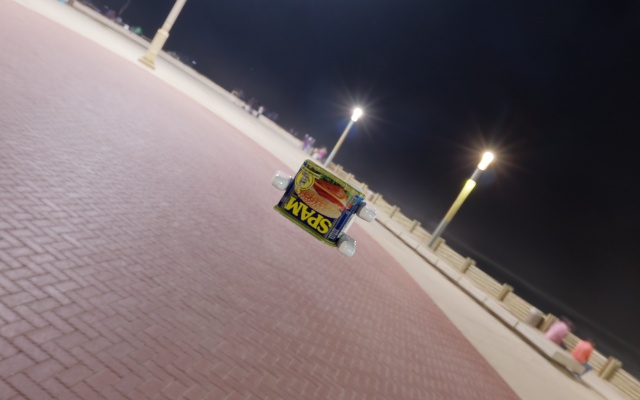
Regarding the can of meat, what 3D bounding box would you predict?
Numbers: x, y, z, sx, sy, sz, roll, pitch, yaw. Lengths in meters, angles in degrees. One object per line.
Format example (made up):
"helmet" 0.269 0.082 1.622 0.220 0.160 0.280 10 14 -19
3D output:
"can of meat" 0.000 0.002 0.660 0.102 0.084 0.057 33 5 13
